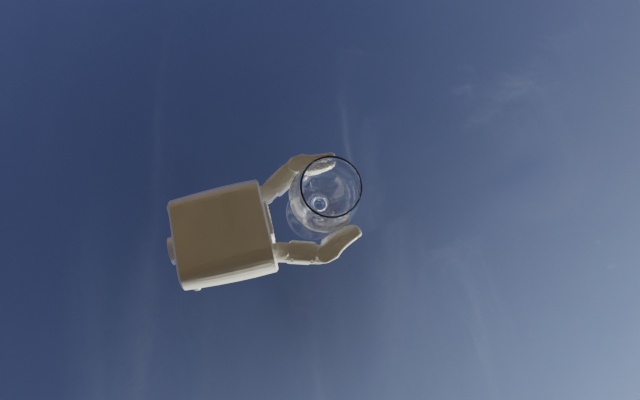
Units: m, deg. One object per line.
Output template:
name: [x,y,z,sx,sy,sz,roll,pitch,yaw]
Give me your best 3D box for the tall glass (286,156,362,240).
tall glass: [0.000,0.002,0.560,0.079,0.079,0.201,0,-9,-6]
